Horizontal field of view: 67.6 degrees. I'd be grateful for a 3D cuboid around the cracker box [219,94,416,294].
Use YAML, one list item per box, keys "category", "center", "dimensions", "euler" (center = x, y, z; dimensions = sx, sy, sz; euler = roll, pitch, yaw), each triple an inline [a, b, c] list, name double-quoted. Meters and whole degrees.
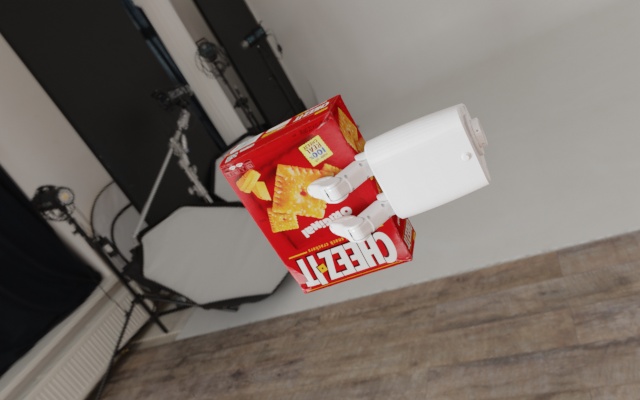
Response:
- category: "cracker box"
  center: [0.000, 0.002, 0.600]
  dimensions: [0.164, 0.214, 0.072]
  euler: [-22, 22, 25]
